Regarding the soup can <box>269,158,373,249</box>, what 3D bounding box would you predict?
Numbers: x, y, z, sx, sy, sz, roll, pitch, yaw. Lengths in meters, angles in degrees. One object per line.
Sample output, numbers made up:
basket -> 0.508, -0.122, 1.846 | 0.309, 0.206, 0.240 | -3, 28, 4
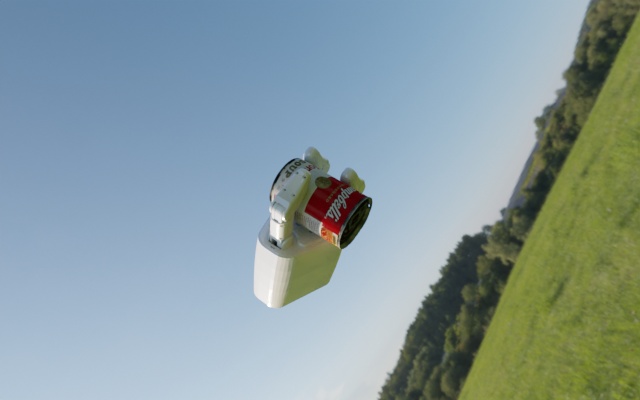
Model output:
soup can -> 0.000, 0.001, 0.557 | 0.102, 0.068, 0.068 | 31, 12, 20
